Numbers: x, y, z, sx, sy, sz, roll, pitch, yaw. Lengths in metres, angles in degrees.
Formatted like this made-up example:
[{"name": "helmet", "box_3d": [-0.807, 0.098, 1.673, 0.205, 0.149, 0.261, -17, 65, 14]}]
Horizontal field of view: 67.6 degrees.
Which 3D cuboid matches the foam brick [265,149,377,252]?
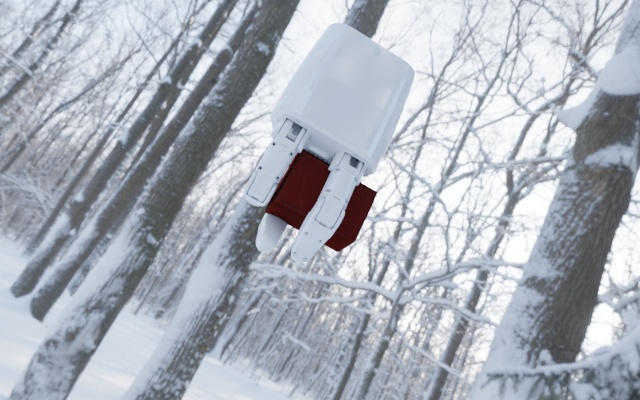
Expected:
[{"name": "foam brick", "box_3d": [0.000, 0.002, 0.417, 0.078, 0.051, 0.053, 30, -21, -7]}]
